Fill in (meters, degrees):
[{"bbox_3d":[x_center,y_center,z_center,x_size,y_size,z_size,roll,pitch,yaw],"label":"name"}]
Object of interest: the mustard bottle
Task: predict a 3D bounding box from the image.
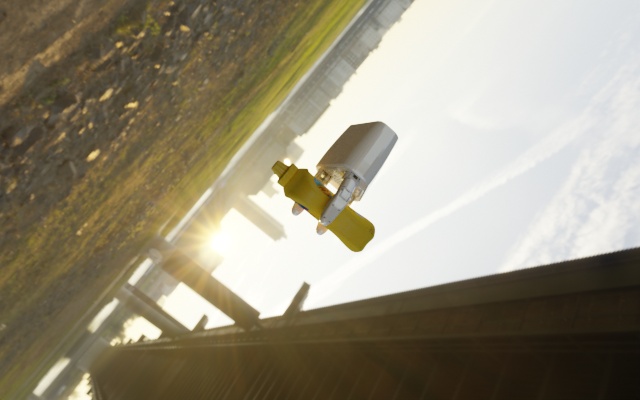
[{"bbox_3d":[0.000,0.003,0.772,0.191,0.058,0.096,40,6,-10],"label":"mustard bottle"}]
